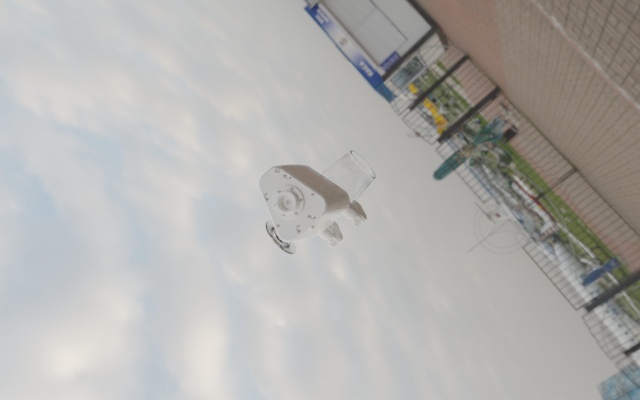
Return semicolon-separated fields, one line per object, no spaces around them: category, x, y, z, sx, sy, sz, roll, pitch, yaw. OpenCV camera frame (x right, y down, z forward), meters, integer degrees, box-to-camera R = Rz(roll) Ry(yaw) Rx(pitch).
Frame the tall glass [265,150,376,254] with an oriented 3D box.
tall glass;0.000;0.003;0.821;0.201;0.079;0.079;-42;-14;17
